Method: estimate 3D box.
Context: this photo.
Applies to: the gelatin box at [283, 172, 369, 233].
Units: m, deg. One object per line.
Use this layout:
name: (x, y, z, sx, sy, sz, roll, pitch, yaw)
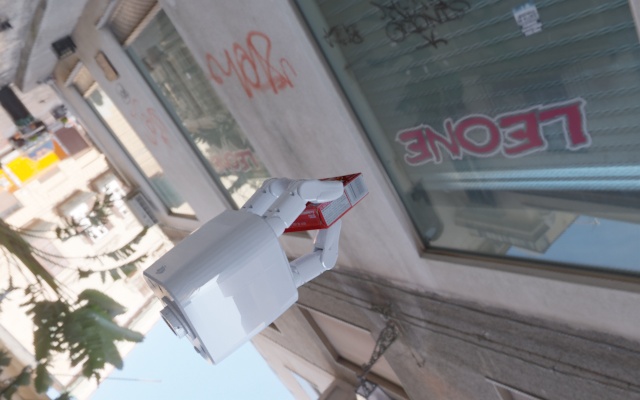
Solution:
gelatin box: (0.000, 0.002, 0.541, 0.073, 0.030, 0.089, -7, 22, 44)
